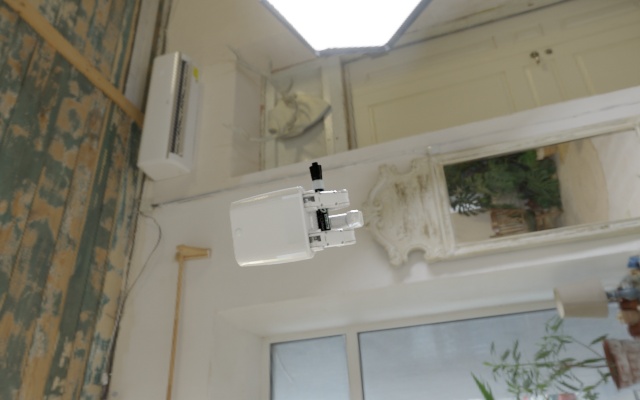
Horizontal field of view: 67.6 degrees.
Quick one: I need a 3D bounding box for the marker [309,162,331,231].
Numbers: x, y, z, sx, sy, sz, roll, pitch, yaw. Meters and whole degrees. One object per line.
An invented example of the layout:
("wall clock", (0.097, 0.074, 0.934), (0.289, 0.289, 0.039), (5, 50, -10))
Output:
("marker", (0.000, 0.002, 0.701), (0.020, 0.121, 0.020), (-8, -10, -2))
